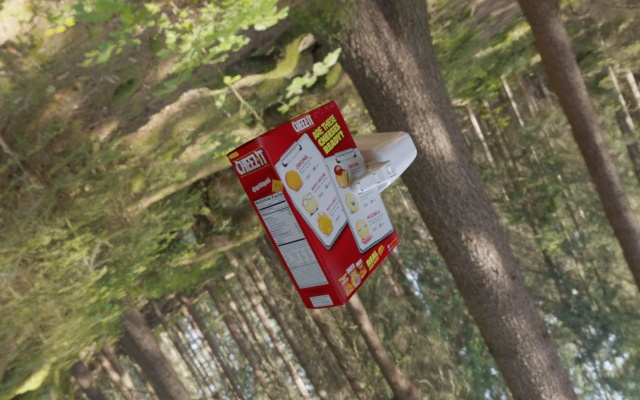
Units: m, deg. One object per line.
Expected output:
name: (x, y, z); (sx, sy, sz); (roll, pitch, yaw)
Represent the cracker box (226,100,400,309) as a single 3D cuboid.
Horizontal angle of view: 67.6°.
cracker box: (0.000, 0.002, 0.600); (0.072, 0.214, 0.164); (-19, 11, 40)
